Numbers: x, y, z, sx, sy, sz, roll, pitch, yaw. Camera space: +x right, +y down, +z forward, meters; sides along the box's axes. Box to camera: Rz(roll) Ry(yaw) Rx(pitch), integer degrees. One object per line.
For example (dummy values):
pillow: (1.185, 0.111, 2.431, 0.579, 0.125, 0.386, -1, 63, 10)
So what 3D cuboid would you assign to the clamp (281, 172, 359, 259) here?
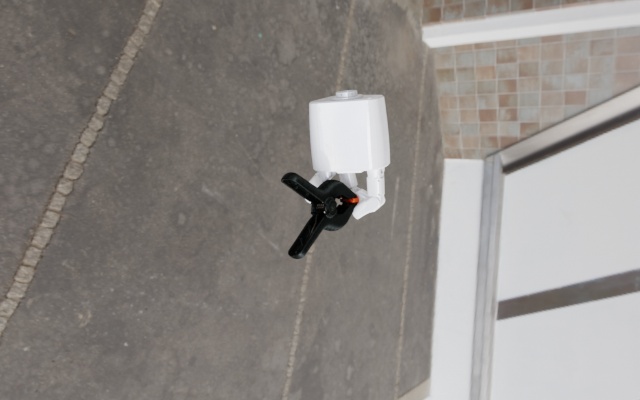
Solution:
clamp: (0.001, 0.002, 0.710, 0.039, 0.120, 0.171, 6, 21, 32)
